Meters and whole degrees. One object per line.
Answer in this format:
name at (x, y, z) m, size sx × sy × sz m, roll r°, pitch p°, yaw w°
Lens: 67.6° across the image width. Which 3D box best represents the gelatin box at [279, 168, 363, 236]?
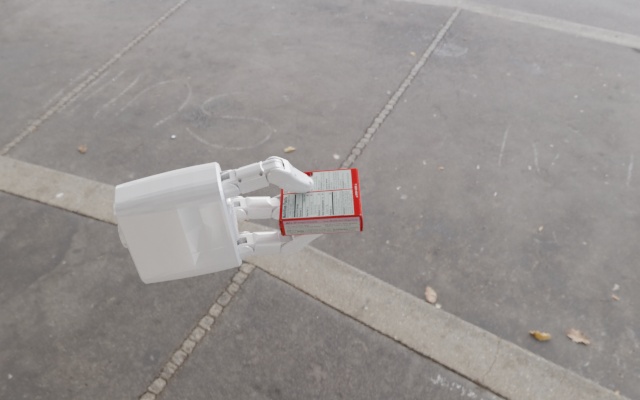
gelatin box at (0.000, 0.001, 0.526) m, size 0.089 × 0.073 × 0.030 m, roll -4°, pitch -44°, yaw 4°
